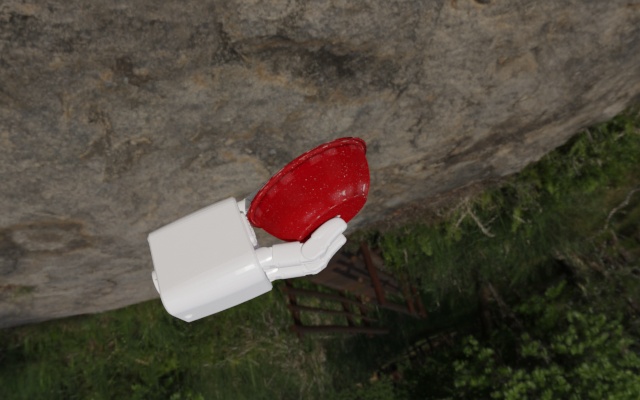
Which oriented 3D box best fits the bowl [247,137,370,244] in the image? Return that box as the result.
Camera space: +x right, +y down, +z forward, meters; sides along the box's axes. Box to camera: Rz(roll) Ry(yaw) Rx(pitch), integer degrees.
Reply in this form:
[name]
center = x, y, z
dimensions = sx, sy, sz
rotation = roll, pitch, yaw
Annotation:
[bowl]
center = 0.001, 0.001, 0.541
dimensions = 0.162, 0.055, 0.162
rotation = -31, -19, -12
